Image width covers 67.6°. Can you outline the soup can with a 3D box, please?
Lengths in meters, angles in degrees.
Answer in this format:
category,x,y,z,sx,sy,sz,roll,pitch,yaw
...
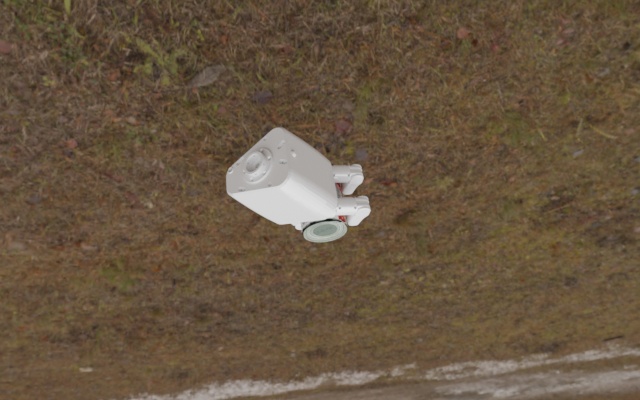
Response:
category,x,y,z,sx,sy,sz,roll,pitch,yaw
soup can,0.000,0.003,0.711,0.068,0.102,0.068,-7,-30,-4
